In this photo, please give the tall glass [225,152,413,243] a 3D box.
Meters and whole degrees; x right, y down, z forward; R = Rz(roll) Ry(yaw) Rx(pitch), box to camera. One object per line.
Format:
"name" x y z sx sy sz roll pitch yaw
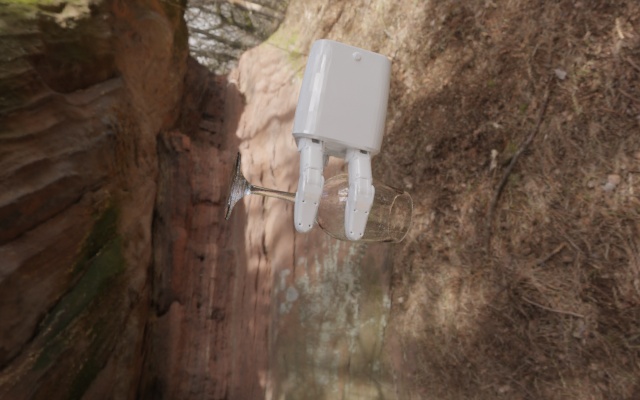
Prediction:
"tall glass" -0.001 0.002 0.534 0.201 0.079 0.079 11 -3 -16
